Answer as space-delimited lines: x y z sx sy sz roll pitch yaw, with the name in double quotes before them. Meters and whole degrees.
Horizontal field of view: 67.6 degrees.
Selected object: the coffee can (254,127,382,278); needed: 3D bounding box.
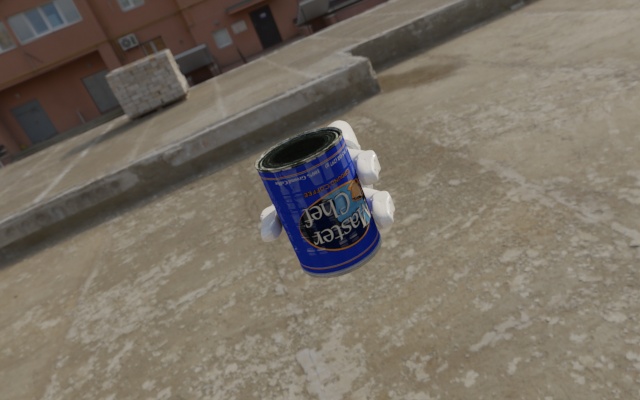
"coffee can" 0.000 0.002 0.543 0.103 0.140 0.102 -19 23 9
